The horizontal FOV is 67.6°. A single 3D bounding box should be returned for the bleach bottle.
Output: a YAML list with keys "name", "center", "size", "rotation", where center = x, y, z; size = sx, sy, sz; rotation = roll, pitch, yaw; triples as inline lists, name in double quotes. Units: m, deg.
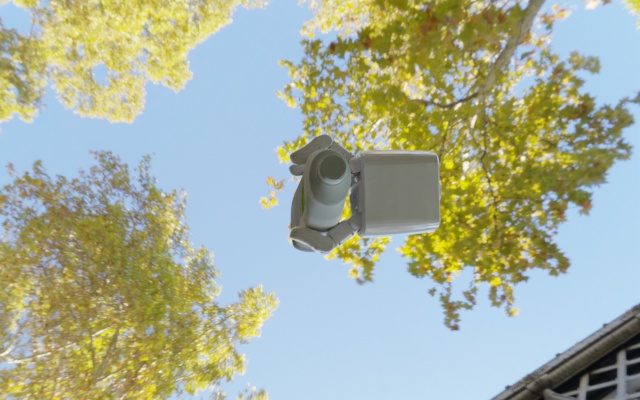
- name: "bleach bottle"
  center: [0.000, 0.002, 0.638]
  size: [0.068, 0.102, 0.251]
  rotation: [-1, -14, -7]
